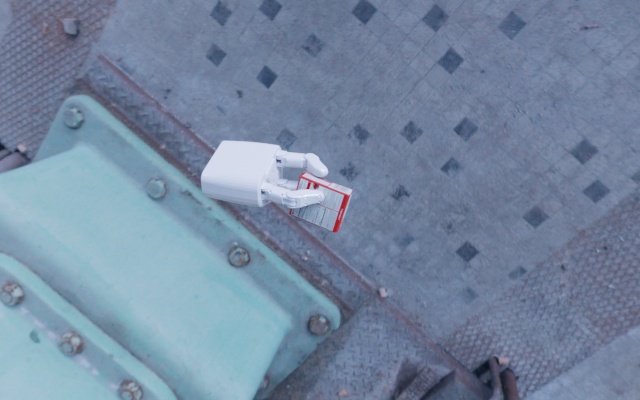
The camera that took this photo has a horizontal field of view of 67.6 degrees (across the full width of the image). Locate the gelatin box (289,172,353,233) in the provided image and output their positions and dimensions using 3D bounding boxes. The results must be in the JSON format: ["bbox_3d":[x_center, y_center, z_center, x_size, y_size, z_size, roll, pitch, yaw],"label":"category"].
[{"bbox_3d":[0.000,0.003,0.784,0.089,0.073,0.030,22,25,10],"label":"gelatin box"}]
